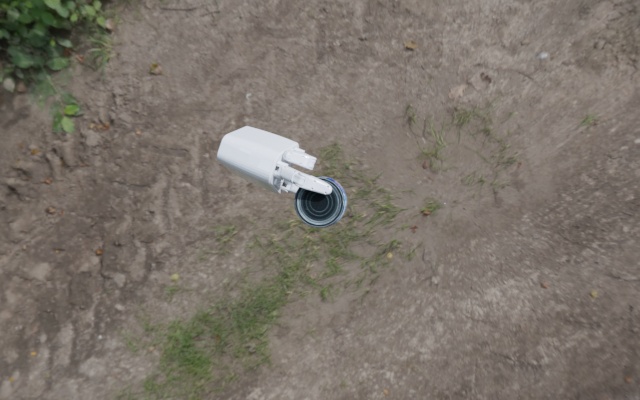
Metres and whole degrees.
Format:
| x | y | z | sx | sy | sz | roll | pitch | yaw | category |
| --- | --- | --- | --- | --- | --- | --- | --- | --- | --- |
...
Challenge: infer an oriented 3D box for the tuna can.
| x | y | z | sx | sy | sz | roll | pitch | yaw | category |
| --- | --- | --- | --- | --- | --- | --- | --- | --- | --- |
| 0.000 | 0.003 | 0.797 | 0.086 | 0.086 | 0.034 | 0 | 2 | 9 | tuna can |
